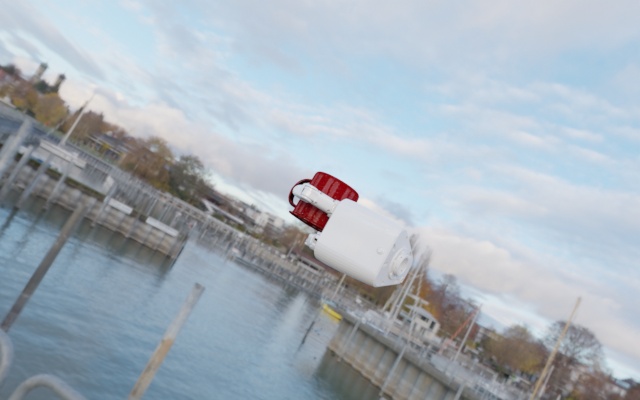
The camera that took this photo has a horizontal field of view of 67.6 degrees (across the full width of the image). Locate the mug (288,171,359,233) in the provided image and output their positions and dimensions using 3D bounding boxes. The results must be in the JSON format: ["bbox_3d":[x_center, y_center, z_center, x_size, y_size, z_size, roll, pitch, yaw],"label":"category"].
[{"bbox_3d":[-0.001,0.002,0.769,0.117,0.081,0.093,26,-8,32],"label":"mug"}]
